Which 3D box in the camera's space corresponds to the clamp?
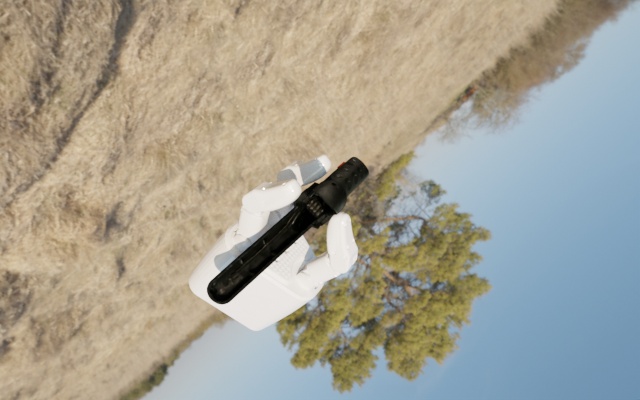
[{"bbox_3d":[0.001,0.002,0.438,0.165,0.036,0.210,-39,2,40],"label":"clamp"}]
